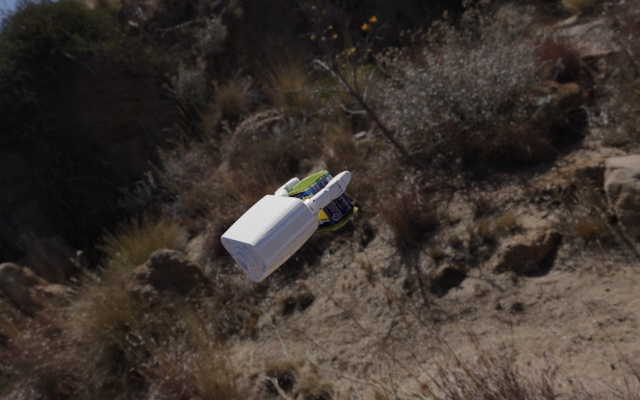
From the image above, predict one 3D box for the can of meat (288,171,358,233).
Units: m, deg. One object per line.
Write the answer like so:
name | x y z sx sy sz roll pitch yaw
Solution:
can of meat | 0.000 0.002 0.790 0.057 0.084 0.102 -42 12 -26
